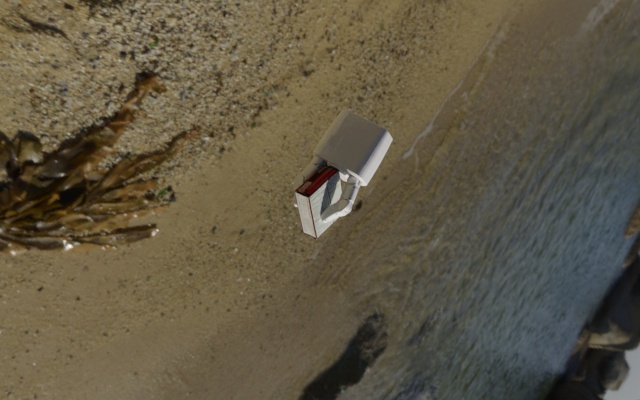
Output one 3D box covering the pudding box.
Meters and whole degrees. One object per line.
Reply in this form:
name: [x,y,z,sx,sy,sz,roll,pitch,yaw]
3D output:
pudding box: [0.000,0.003,0.889,0.039,0.114,0.090,25,52,34]
